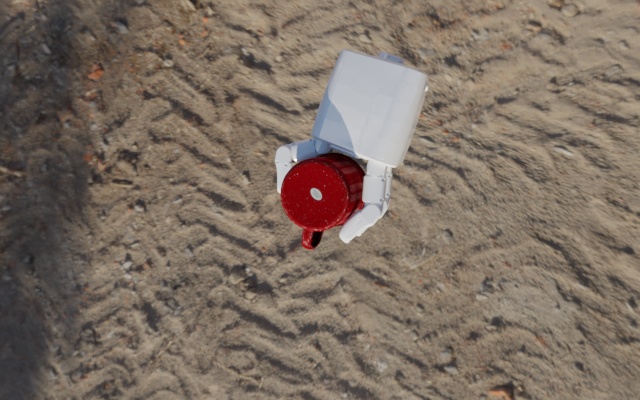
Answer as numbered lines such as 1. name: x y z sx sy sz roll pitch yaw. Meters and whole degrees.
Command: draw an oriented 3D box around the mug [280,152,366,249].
1. mug: 0.000 0.003 0.560 0.093 0.117 0.081 20 11 14
